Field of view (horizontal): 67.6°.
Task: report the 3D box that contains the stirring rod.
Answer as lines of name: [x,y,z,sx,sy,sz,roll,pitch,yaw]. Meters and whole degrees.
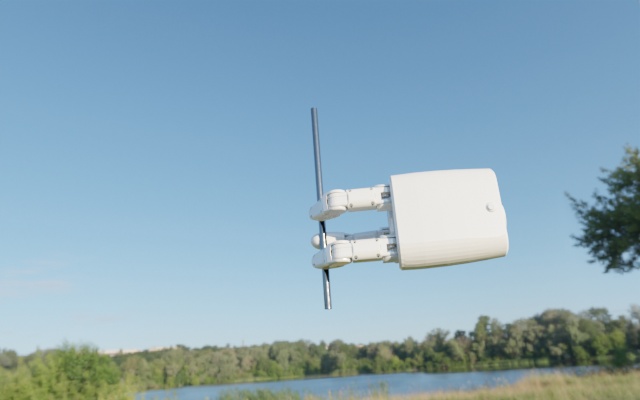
stirring rod: [0.000,0.002,0.546,0.011,0.239,0.011,-4,-18,-1]
